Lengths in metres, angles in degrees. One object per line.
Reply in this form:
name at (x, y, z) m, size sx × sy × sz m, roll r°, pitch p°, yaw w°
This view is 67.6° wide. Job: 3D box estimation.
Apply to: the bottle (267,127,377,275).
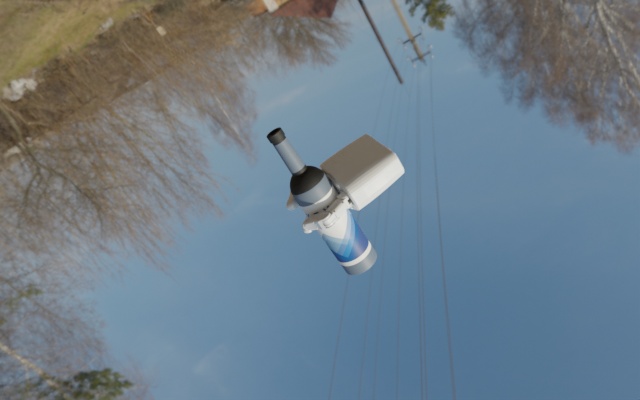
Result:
bottle at (0.000, 0.003, 0.817) m, size 0.069 × 0.296 × 0.069 m, roll -27°, pitch 26°, yaw 14°
